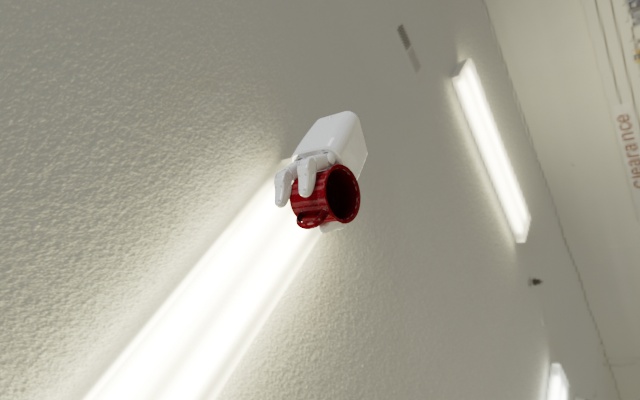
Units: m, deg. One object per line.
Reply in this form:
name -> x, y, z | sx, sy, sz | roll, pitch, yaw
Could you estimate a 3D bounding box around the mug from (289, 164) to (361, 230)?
mug -> -0.001, 0.004, 0.757 | 0.081, 0.093, 0.117 | -9, 39, 39
